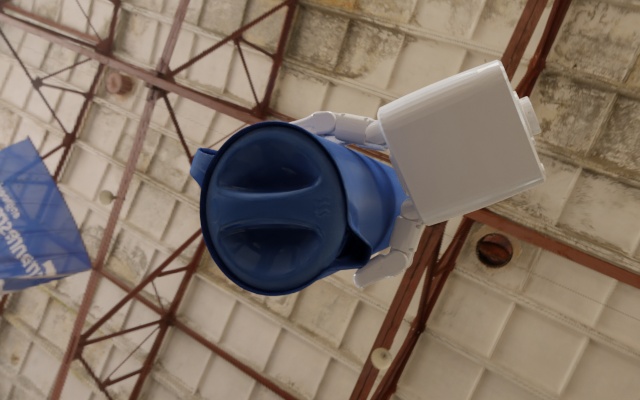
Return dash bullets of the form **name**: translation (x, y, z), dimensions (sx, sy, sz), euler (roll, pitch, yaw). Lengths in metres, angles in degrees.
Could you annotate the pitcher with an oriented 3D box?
- **pitcher**: translation (0.000, 0.002, 0.469), dimensions (0.145, 0.149, 0.243), euler (-23, -10, 23)
